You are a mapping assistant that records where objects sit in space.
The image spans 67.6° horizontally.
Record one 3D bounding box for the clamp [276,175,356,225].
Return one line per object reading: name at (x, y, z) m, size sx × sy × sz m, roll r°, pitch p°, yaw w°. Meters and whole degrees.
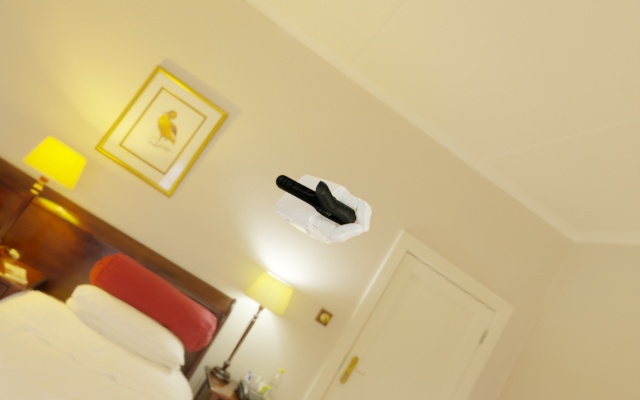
clamp at (0.001, 0.002, 0.847) m, size 0.120 × 0.039 × 0.171 m, roll 22°, pitch -14°, yaw 40°
